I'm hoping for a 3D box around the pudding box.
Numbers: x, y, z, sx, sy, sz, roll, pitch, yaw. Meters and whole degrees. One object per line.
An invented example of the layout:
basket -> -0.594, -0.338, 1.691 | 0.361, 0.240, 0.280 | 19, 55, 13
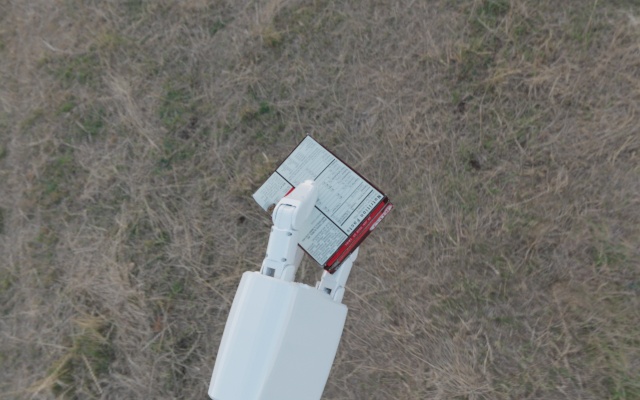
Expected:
pudding box -> 0.000, 0.002, 0.464 | 0.113, 0.090, 0.039 | 42, -2, 25
